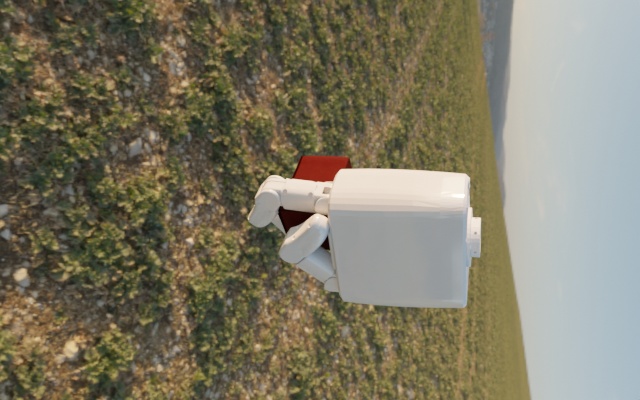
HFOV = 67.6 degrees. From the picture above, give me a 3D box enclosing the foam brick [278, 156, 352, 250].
[{"bbox_3d":[0.000,0.001,0.452,0.051,0.053,0.078,1,45,20],"label":"foam brick"}]
